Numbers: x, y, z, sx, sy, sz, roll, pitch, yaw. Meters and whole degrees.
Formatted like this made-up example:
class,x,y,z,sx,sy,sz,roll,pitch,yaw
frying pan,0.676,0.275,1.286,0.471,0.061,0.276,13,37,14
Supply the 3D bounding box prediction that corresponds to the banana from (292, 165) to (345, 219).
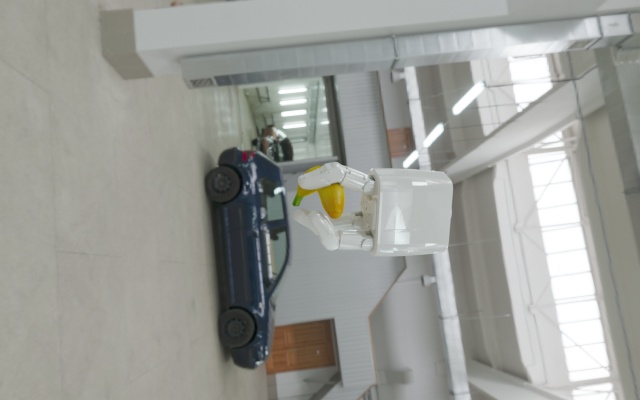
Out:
class,x,y,z,sx,sy,sz,roll,pitch,yaw
banana,0.002,-0.016,0.686,0.037,0.069,0.198,7,2,-16
